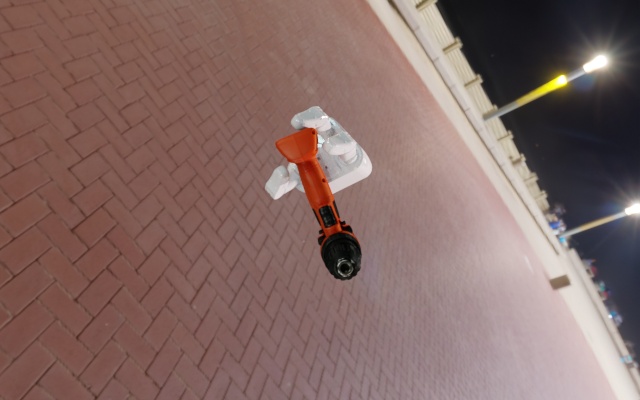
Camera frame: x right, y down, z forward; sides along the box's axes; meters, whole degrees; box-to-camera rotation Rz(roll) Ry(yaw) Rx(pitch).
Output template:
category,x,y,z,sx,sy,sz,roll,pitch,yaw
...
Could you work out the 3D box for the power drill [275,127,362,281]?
category,x,y,z,sx,sy,sz,roll,pitch,yaw
power drill,0.000,0.002,0.617,0.057,0.187,0.184,-20,7,0
